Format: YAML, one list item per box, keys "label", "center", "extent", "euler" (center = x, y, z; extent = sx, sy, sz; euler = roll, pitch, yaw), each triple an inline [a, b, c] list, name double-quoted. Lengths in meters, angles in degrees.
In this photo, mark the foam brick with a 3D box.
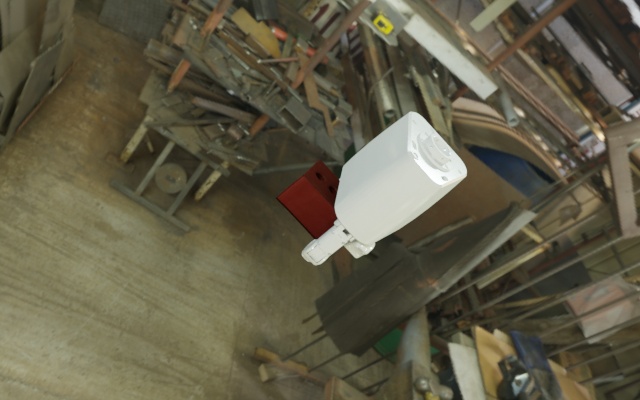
- label: "foam brick"
  center: [0.000, 0.002, 0.556]
  extent: [0.051, 0.078, 0.053]
  euler: [-41, 4, 34]
